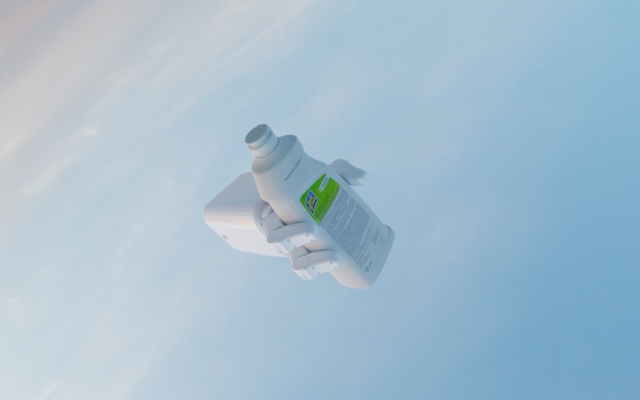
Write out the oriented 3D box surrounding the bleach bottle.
[{"bbox_3d":[0.000,0.002,0.570,0.068,0.102,0.251,1,-37,40],"label":"bleach bottle"}]
